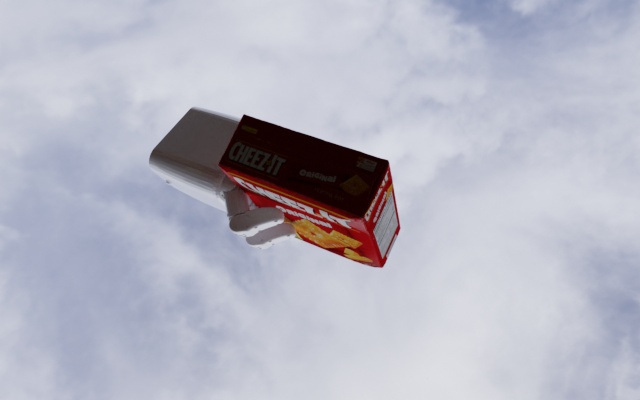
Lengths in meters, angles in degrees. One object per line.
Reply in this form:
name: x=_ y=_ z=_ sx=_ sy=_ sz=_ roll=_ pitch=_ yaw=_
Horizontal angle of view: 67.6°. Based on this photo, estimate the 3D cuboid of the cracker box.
cracker box: x=0.000 y=0.002 z=0.554 sx=0.164 sy=0.072 sz=0.214 roll=20 pitch=-15 yaw=19
